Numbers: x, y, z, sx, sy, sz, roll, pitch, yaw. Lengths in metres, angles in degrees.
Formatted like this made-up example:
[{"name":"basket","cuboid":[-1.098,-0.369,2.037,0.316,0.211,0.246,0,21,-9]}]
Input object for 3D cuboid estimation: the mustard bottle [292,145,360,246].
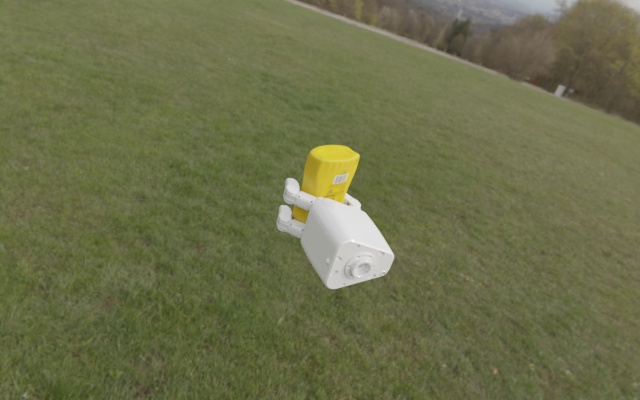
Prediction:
[{"name":"mustard bottle","cuboid":[0.000,0.002,0.812,0.058,0.192,0.096,36,33,32]}]
